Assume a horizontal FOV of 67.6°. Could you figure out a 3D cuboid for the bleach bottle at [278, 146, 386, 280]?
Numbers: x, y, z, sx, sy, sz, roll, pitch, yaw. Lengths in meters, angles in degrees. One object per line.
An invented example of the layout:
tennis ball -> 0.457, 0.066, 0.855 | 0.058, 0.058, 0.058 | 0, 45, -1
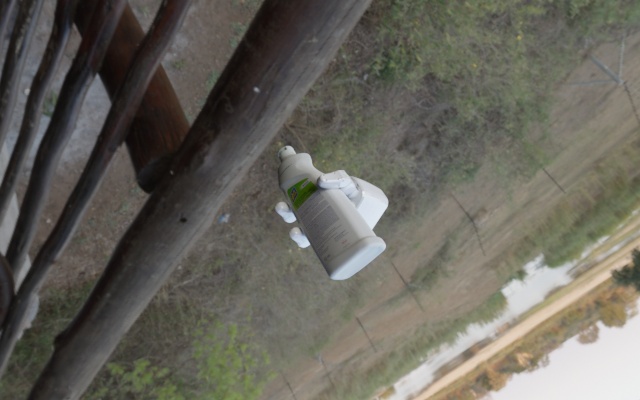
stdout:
bleach bottle -> 0.000, 0.003, 0.795 | 0.102, 0.250, 0.068 | -42, -28, 20
